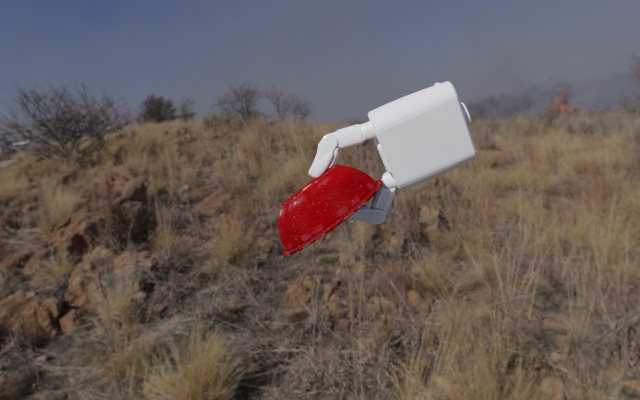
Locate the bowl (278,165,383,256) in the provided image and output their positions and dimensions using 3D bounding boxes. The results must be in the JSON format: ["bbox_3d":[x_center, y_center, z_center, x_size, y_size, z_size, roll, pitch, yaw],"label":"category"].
[{"bbox_3d":[-0.001,0.002,0.617,0.162,0.055,0.162,-37,5,4],"label":"bowl"}]
